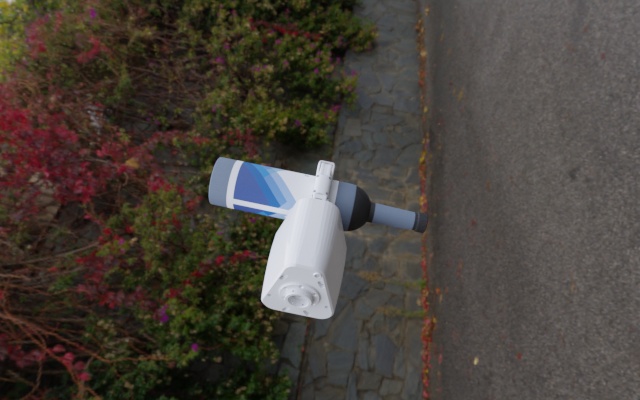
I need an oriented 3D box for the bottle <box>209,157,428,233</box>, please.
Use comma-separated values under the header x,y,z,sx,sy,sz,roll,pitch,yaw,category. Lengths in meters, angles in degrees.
x,y,z,sx,sy,sz,roll,pitch,yaw,category
0.000,0.002,0.657,0.296,0.069,0.069,12,0,0,bottle
